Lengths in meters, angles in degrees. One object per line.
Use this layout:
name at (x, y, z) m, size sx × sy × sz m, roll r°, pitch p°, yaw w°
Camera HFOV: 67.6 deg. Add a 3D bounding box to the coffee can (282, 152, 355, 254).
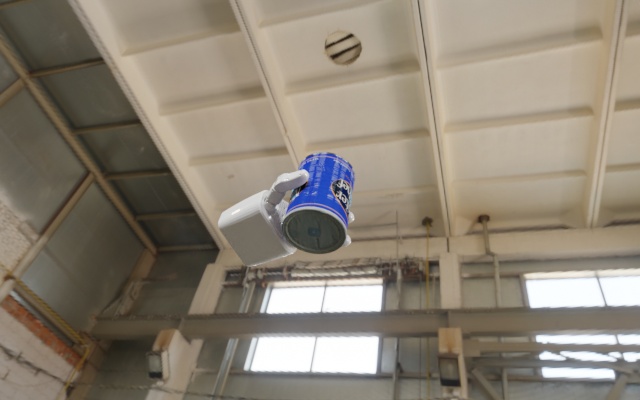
coffee can at (0.000, 0.003, 0.790) m, size 0.103 × 0.103 × 0.140 m, roll 0°, pitch 43°, yaw 12°
